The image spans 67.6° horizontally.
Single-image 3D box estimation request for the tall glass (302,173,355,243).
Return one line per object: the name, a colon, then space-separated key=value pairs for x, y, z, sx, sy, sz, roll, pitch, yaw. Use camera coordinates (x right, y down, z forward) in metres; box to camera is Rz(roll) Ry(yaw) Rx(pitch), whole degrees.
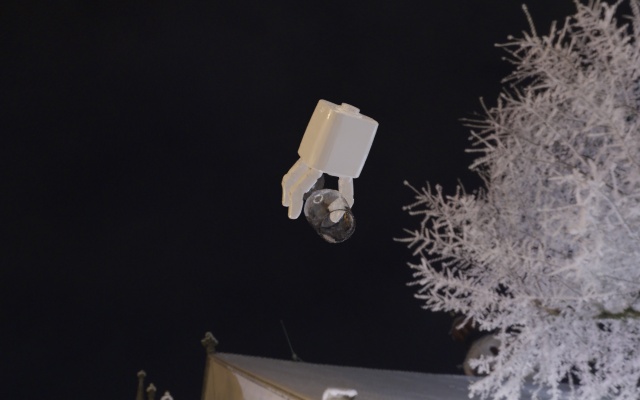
tall glass: x=0.000 y=0.003 z=0.865 sx=0.079 sy=0.079 sz=0.201 roll=0 pitch=24 yaw=-18
